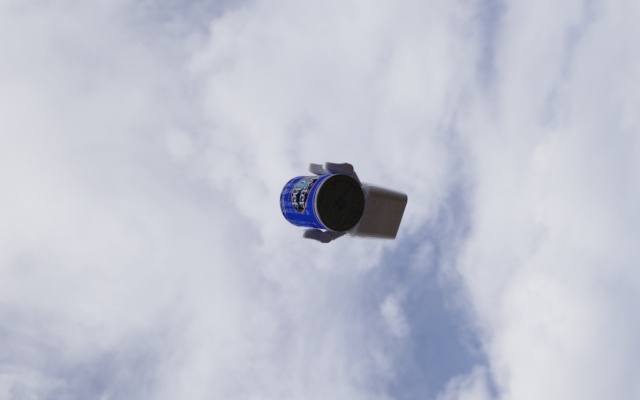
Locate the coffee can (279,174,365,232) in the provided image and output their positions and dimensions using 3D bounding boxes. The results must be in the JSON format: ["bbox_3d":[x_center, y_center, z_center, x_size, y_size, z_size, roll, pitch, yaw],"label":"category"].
[{"bbox_3d":[0.000,0.003,0.891,0.103,0.103,0.140,0,1,-32],"label":"coffee can"}]
